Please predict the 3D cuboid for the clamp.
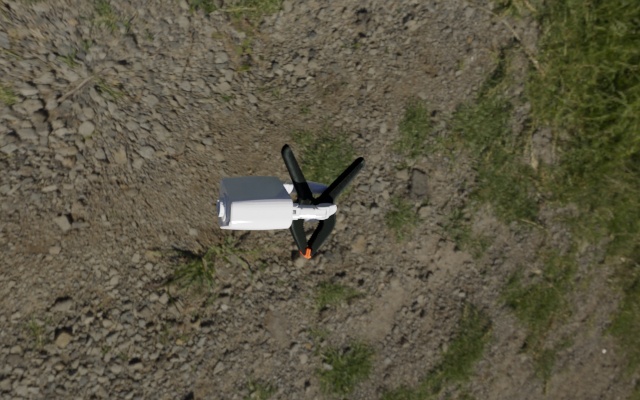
[{"bbox_3d":[0.000,0.004,0.887,0.164,0.210,0.036,0,13,-21],"label":"clamp"}]
